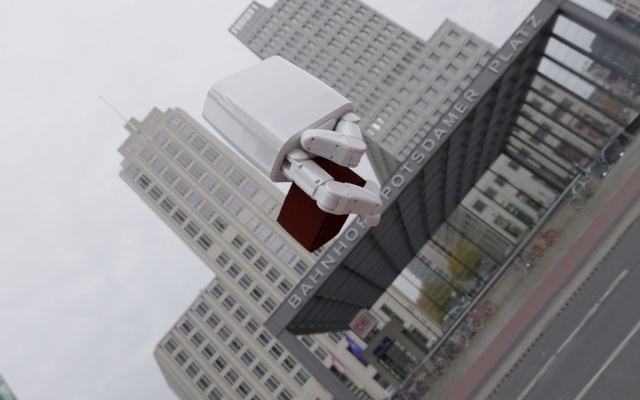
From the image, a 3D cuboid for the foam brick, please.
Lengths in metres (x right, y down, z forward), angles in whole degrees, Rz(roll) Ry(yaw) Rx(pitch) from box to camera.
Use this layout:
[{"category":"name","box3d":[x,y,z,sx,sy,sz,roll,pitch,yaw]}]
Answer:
[{"category":"foam brick","box3d":[0.000,0.002,0.480,0.051,0.078,0.053,38,35,19]}]
